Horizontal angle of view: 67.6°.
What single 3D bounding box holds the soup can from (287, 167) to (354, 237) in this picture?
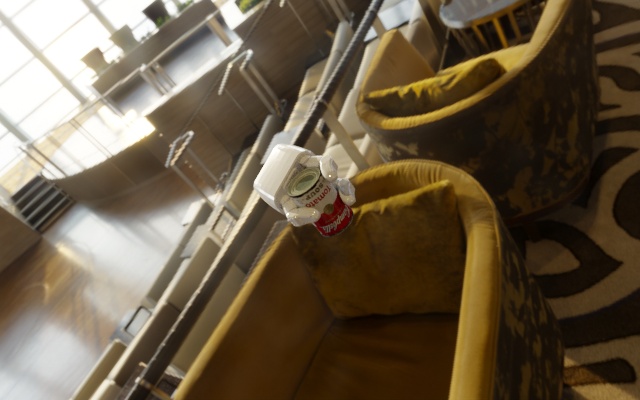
[{"bbox_3d":[0.000,0.003,0.787,0.068,0.068,0.102,0,-42,46],"label":"soup can"}]
